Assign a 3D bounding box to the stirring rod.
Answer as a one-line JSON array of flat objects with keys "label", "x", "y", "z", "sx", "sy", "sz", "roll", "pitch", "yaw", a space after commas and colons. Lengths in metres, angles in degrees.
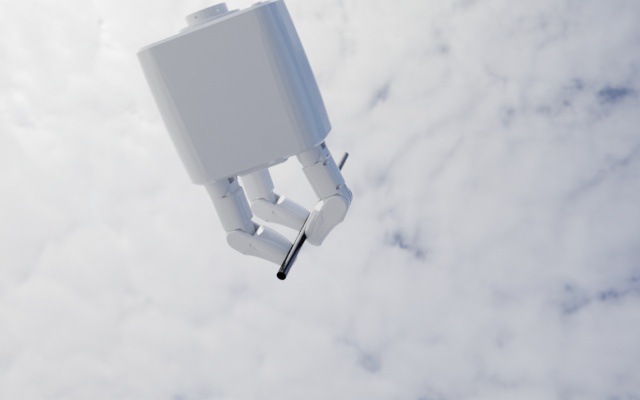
[{"label": "stirring rod", "x": 0.000, "y": 0.001, "z": 0.461, "sx": 0.011, "sy": 0.011, "sz": 0.239, "roll": 0, "pitch": 27, "yaw": 16}]
